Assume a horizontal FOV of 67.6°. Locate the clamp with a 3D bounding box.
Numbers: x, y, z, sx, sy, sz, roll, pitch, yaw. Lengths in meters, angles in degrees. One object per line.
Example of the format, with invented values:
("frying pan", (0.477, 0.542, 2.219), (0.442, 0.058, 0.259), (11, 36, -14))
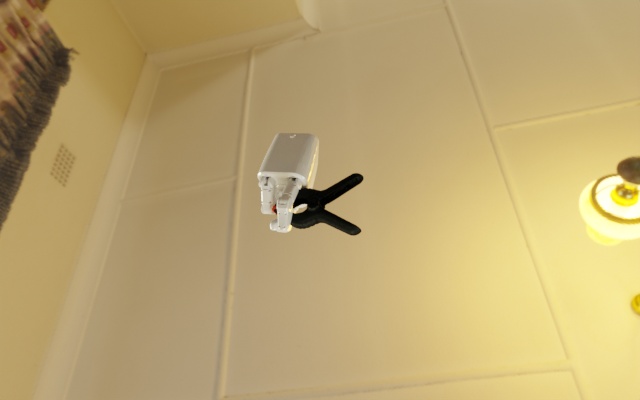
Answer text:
("clamp", (0.000, 0.003, 0.852), (0.171, 0.120, 0.039), (4, -35, 20))
